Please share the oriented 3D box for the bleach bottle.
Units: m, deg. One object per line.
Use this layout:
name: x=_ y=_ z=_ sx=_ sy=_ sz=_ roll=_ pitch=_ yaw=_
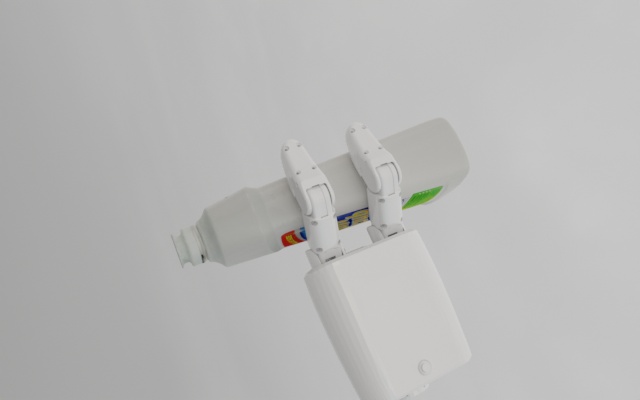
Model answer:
bleach bottle: x=0.000 y=0.001 z=0.412 sx=0.251 sy=0.068 sz=0.102 roll=-20 pitch=-12 yaw=-19
